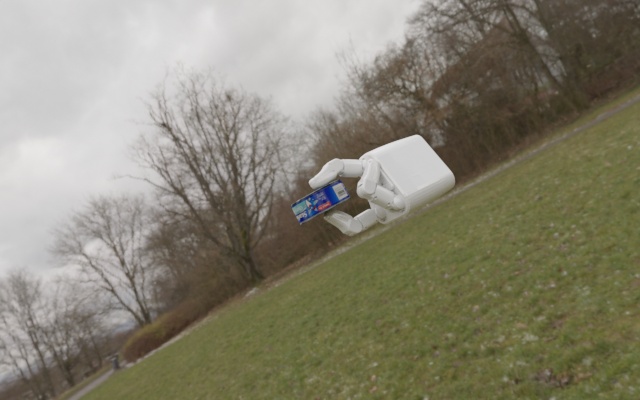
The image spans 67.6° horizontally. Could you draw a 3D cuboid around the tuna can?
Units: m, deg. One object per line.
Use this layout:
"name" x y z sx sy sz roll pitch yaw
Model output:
"tuna can" 0.000 0.002 0.710 0.086 0.034 0.086 -28 -1 -1
